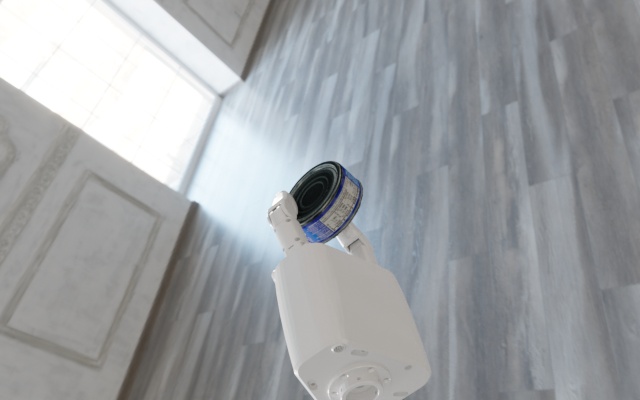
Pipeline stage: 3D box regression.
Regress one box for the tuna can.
[{"bbox_3d":[0.000,0.001,0.487,0.034,0.086,0.086,40,-22,-28],"label":"tuna can"}]
